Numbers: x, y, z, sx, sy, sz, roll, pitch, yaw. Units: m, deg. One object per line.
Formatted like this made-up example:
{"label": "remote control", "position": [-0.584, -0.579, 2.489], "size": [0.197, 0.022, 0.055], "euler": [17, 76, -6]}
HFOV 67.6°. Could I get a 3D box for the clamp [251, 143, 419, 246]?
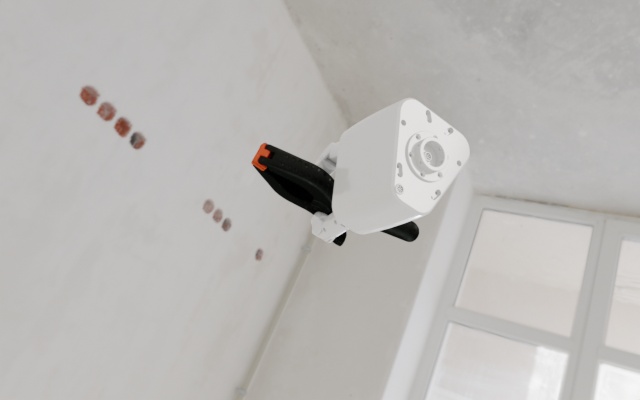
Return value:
{"label": "clamp", "position": [-0.001, 0.002, 0.606], "size": [0.210, 0.036, 0.164], "euler": [33, -24, -18]}
